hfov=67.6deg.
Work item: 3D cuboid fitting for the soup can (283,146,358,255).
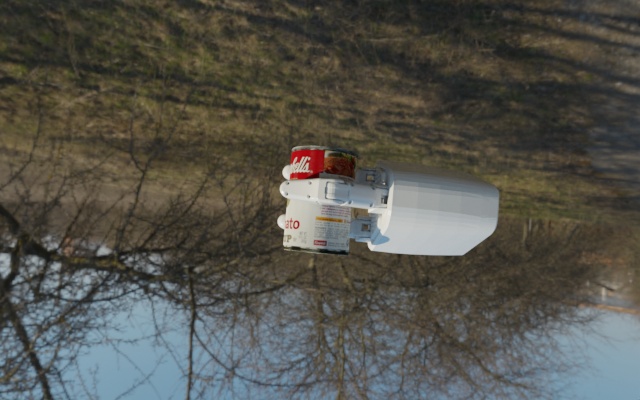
[{"bbox_3d":[0.000,0.002,0.482,0.068,0.102,0.068,5,-5,0],"label":"soup can"}]
